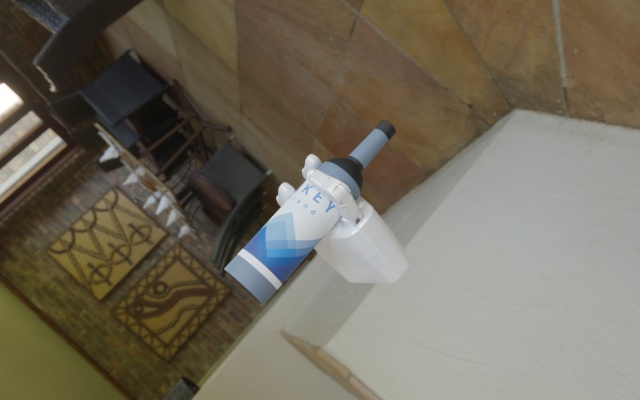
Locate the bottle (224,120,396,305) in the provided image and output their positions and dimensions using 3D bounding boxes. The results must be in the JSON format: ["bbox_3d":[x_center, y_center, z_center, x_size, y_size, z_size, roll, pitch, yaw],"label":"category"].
[{"bbox_3d":[0.000,0.002,0.630,0.069,0.295,0.069,38,-16,13],"label":"bottle"}]
